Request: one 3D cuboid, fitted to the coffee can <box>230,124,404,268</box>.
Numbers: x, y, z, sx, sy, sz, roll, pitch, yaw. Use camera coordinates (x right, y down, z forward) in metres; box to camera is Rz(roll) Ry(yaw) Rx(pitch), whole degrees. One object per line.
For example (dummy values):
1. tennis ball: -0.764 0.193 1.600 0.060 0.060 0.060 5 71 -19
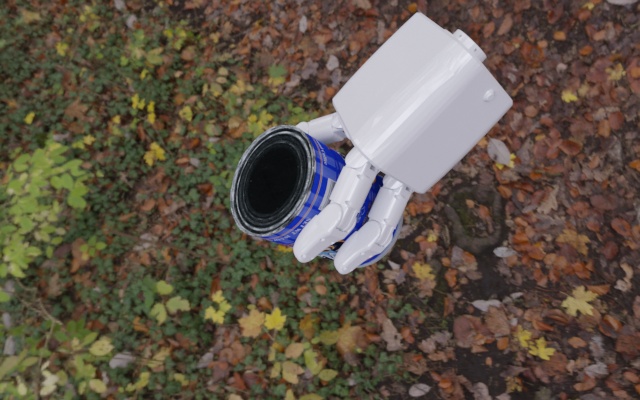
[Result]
1. coffee can: 0.000 0.002 0.461 0.103 0.102 0.140 0 -16 42
